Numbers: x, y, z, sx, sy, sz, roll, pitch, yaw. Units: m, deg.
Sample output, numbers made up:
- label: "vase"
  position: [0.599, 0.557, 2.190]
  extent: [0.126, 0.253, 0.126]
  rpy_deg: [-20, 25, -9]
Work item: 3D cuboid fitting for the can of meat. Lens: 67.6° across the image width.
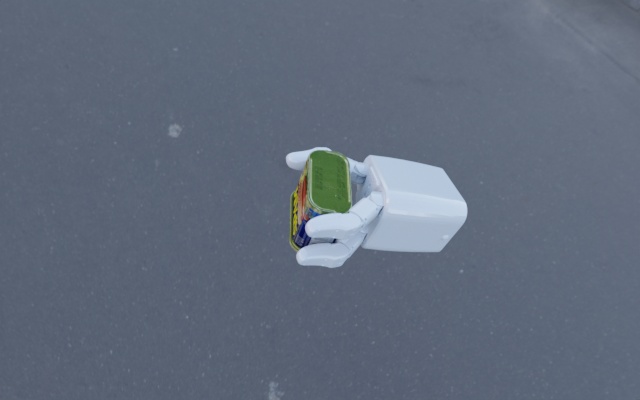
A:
- label: "can of meat"
  position: [0.000, 0.002, 0.571]
  extent: [0.057, 0.102, 0.084]
  rpy_deg: [9, -41, -13]
